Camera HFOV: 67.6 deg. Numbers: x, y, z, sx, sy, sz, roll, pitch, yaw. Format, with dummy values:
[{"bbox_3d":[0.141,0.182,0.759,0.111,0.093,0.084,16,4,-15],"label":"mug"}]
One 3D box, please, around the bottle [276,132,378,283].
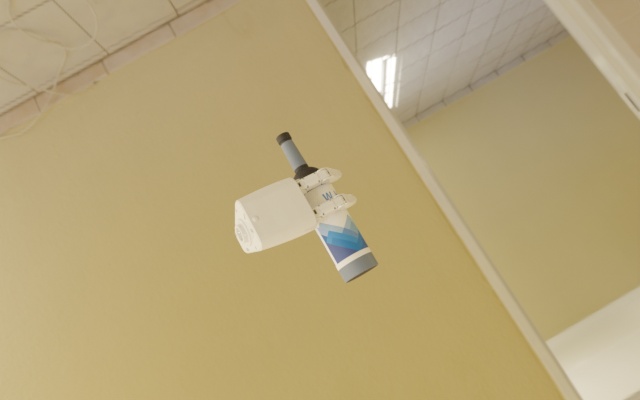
[{"bbox_3d":[0.000,0.003,0.858,0.069,0.295,0.069,-28,-14,-8],"label":"bottle"}]
